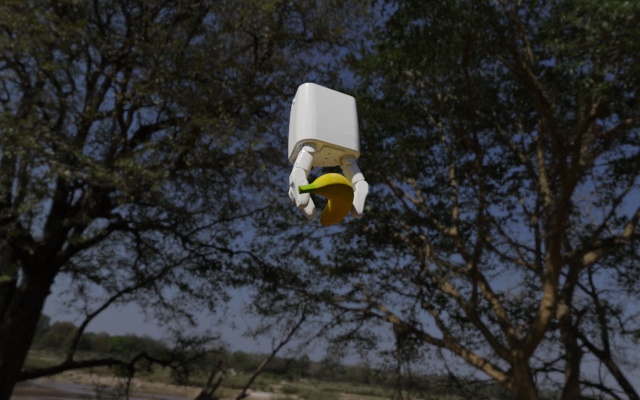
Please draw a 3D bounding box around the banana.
[{"bbox_3d":[0.018,-0.002,0.718,0.069,0.037,0.198,-10,-19,7],"label":"banana"}]
